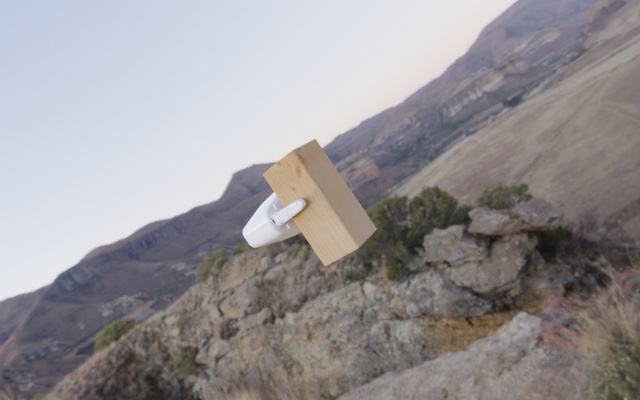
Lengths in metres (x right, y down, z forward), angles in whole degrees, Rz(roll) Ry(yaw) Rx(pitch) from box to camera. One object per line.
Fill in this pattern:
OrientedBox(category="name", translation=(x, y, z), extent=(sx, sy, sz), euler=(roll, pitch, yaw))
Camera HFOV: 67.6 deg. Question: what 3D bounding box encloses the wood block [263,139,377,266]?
OrientedBox(category="wood block", translation=(0.000, 0.003, 0.884), extent=(0.090, 0.206, 0.090), euler=(-33, 2, 36))
